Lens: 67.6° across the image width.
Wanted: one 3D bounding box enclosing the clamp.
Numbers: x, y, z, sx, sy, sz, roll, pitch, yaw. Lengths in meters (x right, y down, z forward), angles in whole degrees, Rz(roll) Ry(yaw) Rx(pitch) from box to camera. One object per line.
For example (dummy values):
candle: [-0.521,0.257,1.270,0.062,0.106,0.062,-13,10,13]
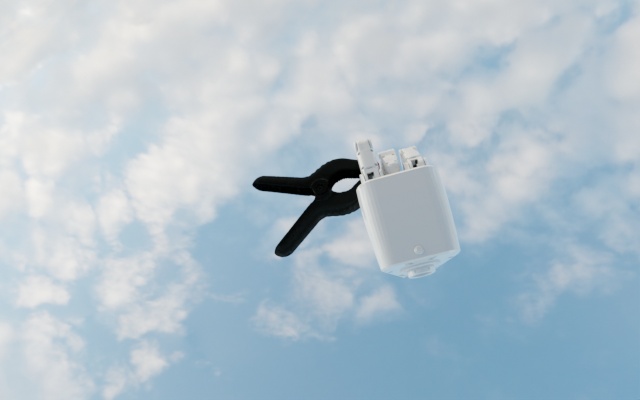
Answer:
clamp: [0.000,0.002,0.616,0.171,0.120,0.039,-16,-22,8]
